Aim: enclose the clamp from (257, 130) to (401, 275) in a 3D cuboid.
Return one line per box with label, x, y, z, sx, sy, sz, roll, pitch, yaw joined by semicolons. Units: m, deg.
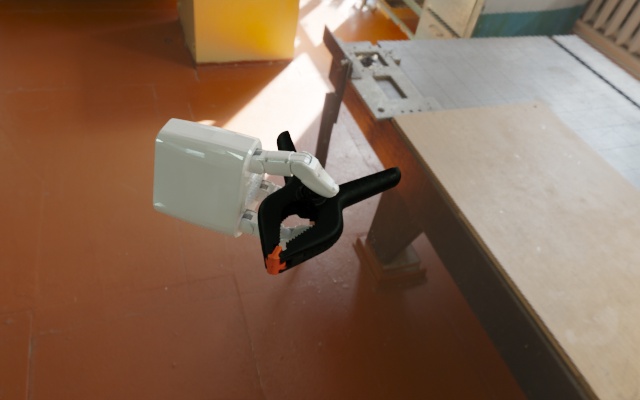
clamp;0.000;0.001;0.539;0.164;0.036;0.209;14;45;7
